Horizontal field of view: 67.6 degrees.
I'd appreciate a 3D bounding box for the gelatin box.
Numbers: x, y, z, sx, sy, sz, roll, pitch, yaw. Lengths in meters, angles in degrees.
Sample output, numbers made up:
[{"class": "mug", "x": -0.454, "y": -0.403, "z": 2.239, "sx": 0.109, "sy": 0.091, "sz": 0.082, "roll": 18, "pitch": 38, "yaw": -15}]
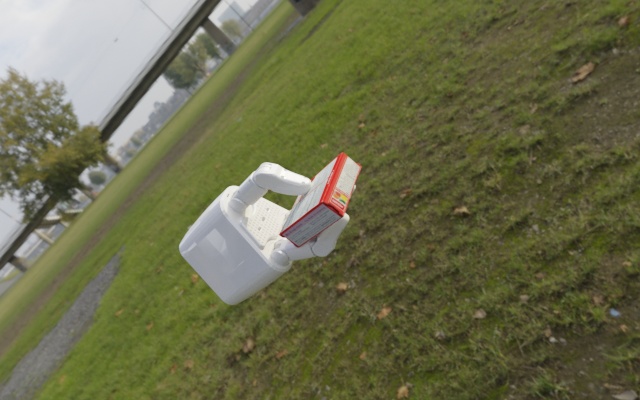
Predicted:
[{"class": "gelatin box", "x": 0.000, "y": 0.001, "z": 0.505, "sx": 0.030, "sy": 0.073, "sz": 0.089, "roll": 35, "pitch": -41, "yaw": -14}]
